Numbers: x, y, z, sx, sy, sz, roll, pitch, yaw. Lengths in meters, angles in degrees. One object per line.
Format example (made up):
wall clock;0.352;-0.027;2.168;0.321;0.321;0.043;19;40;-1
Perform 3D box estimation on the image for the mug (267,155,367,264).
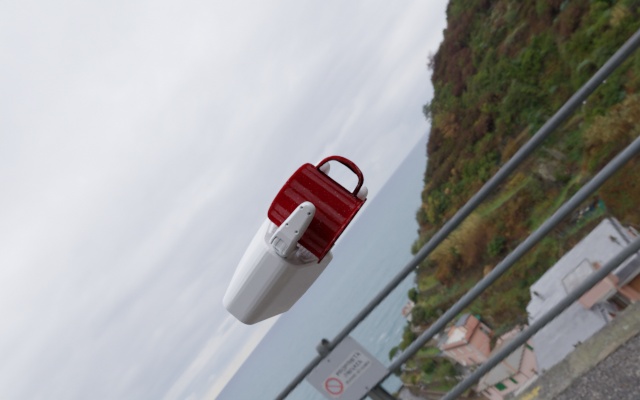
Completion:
mug;0.001;0.001;0.540;0.081;0.117;0.093;37;19;5
